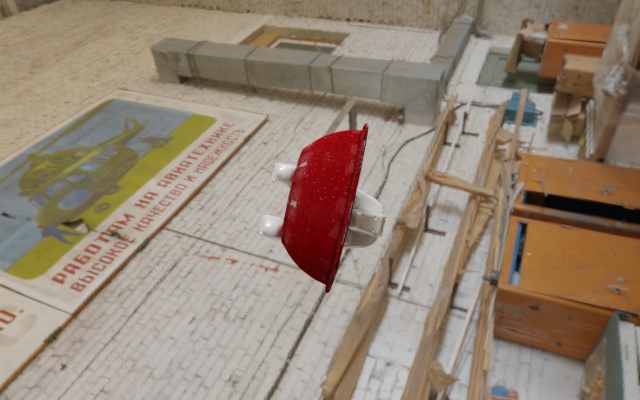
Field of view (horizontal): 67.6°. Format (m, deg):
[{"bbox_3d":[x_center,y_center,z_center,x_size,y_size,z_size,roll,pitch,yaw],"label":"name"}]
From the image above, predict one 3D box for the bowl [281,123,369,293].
[{"bbox_3d":[0.000,0.001,0.447,0.055,0.162,0.162,13,0,0],"label":"bowl"}]
